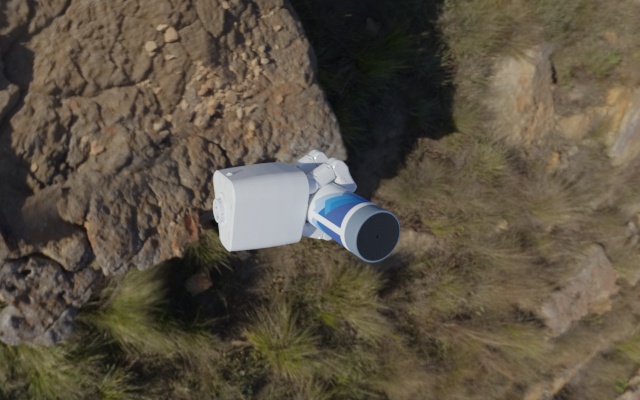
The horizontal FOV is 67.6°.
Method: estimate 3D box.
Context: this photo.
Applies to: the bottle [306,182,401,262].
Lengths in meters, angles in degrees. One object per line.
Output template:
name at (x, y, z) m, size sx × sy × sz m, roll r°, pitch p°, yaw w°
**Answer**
bottle at (0.000, 0.002, 0.692) m, size 0.069 × 0.069 × 0.295 m, roll 0°, pitch 16°, yaw -29°
